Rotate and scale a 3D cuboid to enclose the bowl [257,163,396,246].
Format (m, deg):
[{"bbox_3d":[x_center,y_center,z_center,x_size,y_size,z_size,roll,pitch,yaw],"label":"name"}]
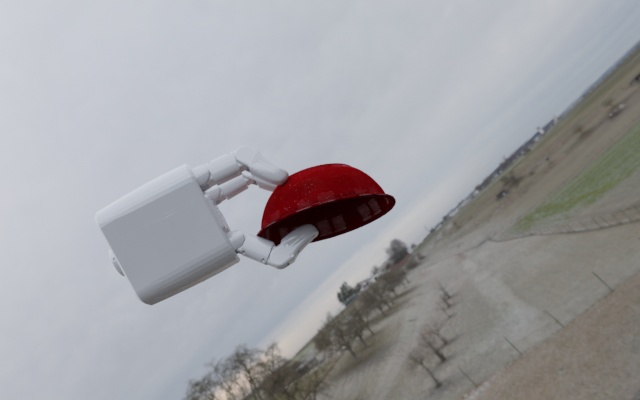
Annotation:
[{"bbox_3d":[0.001,0.001,0.539,0.162,0.055,0.162,-14,-17,-4],"label":"bowl"}]
